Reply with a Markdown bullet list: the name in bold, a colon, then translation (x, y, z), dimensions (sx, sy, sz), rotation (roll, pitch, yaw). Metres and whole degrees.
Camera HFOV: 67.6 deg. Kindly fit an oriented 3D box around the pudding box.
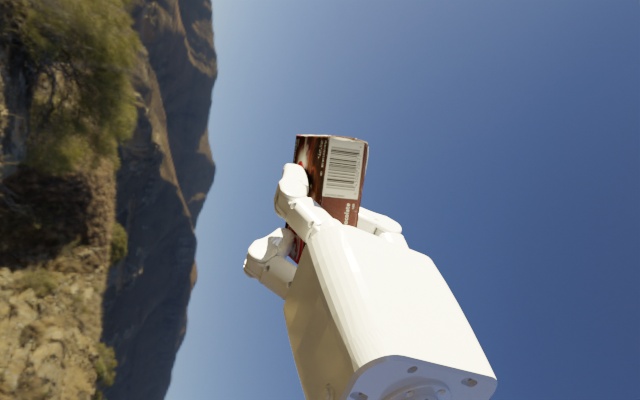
- **pudding box**: translation (0.000, 0.001, 0.408), dimensions (0.039, 0.113, 0.090), rotation (8, 5, -21)
